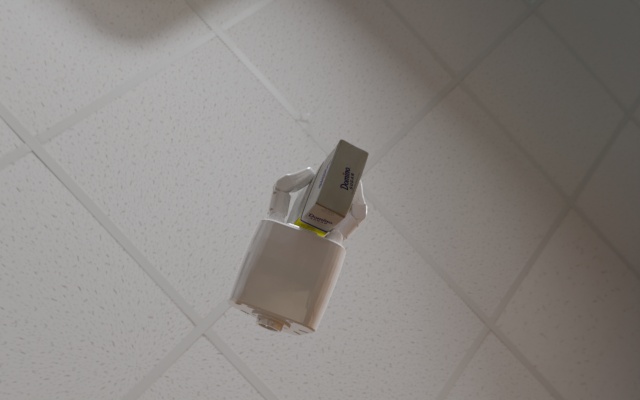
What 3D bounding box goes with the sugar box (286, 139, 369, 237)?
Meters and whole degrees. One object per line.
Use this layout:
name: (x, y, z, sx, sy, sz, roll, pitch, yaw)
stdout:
sugar box: (0.001, 0.002, 0.620, 0.048, 0.093, 0.176, 26, -25, -11)
